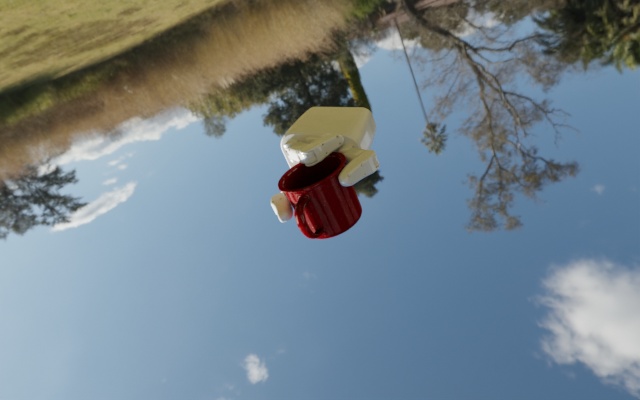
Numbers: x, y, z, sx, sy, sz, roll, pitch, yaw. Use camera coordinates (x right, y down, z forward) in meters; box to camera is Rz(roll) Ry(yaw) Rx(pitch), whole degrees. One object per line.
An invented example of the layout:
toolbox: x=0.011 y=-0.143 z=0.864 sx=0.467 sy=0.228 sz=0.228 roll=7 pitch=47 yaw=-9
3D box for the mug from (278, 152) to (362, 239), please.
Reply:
mug: x=0.000 y=0.003 z=0.606 sx=0.093 sy=0.081 sz=0.117 roll=-11 pitch=29 yaw=27
